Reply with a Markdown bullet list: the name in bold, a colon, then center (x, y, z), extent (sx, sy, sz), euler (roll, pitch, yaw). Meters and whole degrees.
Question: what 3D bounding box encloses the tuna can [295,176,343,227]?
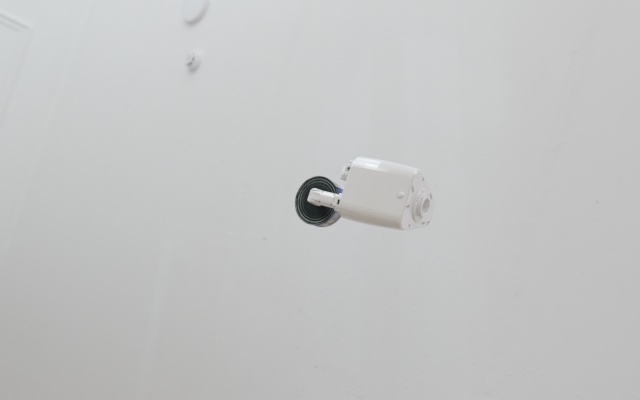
- **tuna can**: center (0.000, 0.003, 0.824), extent (0.086, 0.086, 0.034), euler (0, -12, 31)
